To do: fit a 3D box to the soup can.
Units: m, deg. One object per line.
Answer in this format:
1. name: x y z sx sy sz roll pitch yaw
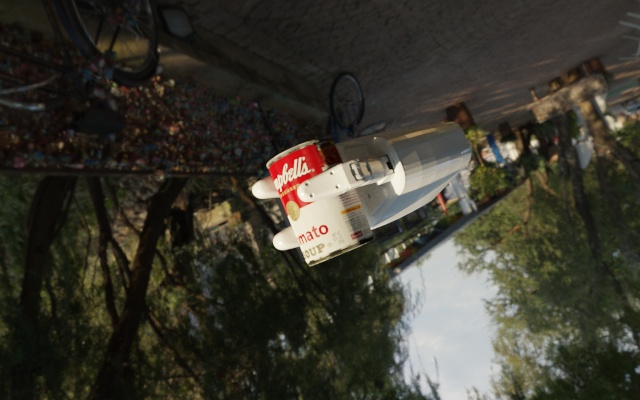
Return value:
1. soup can: 0.000 0.002 0.444 0.068 0.102 0.068 -22 -5 -2
